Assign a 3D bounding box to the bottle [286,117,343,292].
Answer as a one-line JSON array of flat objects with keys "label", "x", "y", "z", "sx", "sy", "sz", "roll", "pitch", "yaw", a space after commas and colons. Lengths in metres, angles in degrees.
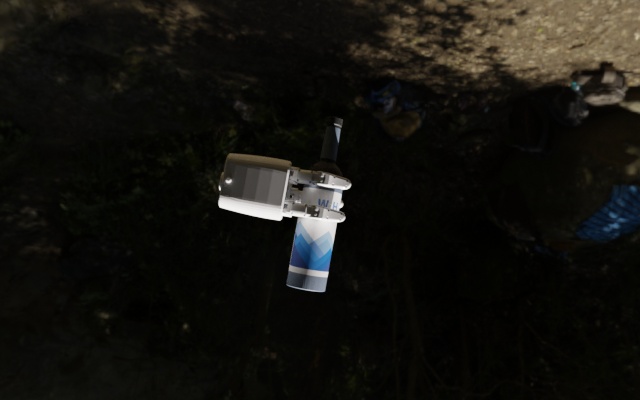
[{"label": "bottle", "x": 0.000, "y": 0.003, "z": 0.816, "sx": 0.069, "sy": 0.295, "sz": 0.069, "roll": 10, "pitch": -4, "yaw": 1}]
